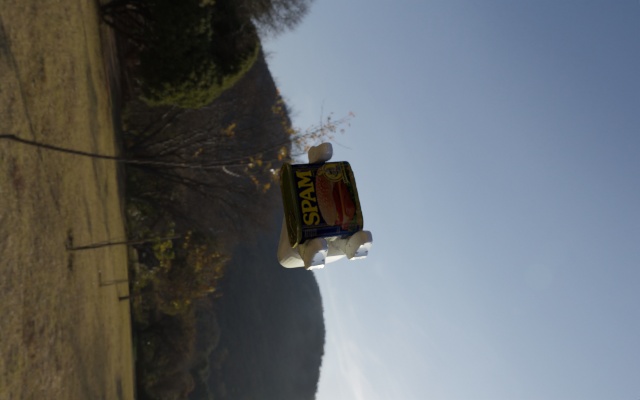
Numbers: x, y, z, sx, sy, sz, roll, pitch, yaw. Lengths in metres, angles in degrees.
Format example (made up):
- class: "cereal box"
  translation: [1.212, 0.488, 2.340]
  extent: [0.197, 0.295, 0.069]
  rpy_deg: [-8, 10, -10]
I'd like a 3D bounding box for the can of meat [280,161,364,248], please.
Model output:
- class: "can of meat"
  translation: [0.000, 0.002, 0.591]
  extent: [0.084, 0.102, 0.057]
  rpy_deg: [-5, -18, -16]
